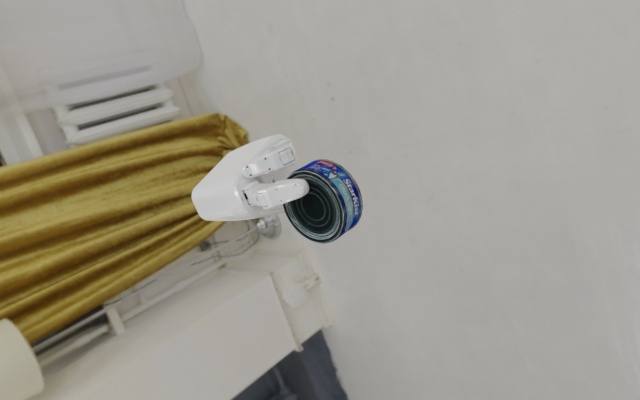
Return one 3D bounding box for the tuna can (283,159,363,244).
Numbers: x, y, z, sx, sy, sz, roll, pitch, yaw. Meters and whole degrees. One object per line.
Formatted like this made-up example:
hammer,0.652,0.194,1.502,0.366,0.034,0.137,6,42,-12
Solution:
tuna can,0.000,0.002,0.507,0.086,0.086,0.033,0,22,40
